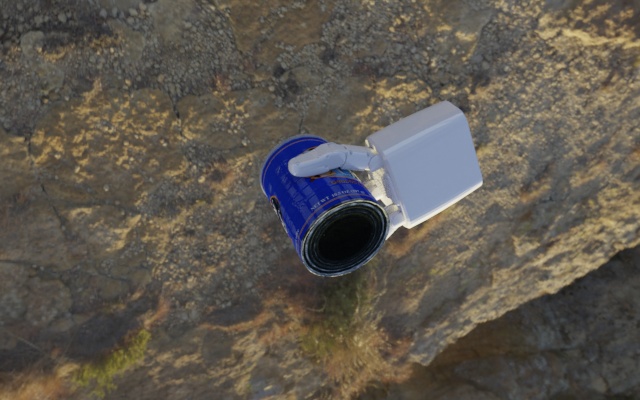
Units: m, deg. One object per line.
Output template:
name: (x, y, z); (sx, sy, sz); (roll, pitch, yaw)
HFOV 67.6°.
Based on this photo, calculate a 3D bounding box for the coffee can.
coffee can: (0.000, 0.002, 0.545); (0.103, 0.103, 0.140); (0, 35, -28)
